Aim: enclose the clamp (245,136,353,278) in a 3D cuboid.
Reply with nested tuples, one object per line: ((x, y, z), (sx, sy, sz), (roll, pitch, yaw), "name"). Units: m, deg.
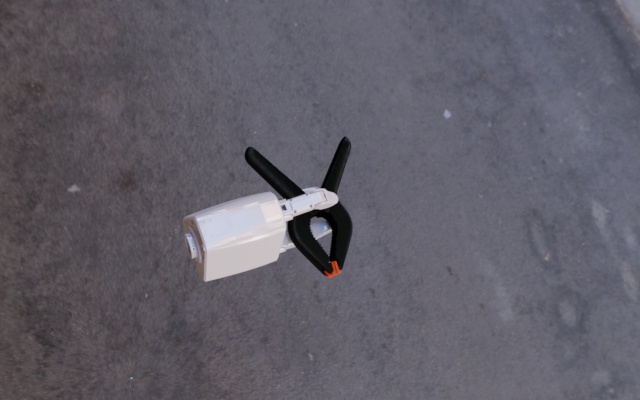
((0.000, 0.003, 0.682), (0.164, 0.210, 0.036), (-17, -12, -23), "clamp")
